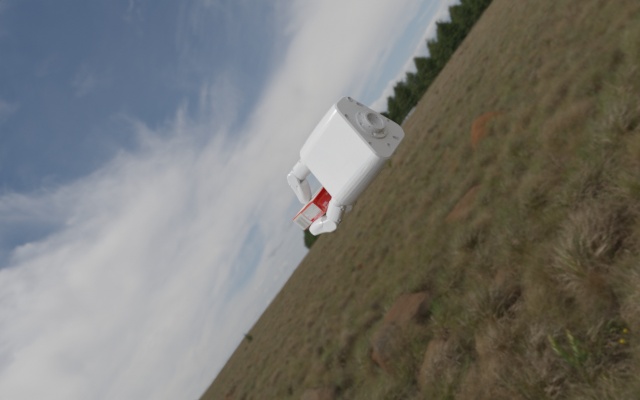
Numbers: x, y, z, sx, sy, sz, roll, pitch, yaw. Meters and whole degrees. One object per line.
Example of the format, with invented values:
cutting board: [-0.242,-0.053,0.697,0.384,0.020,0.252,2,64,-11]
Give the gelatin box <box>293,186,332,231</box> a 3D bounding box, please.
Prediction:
gelatin box: [0.000,0.002,0.774,0.073,0.030,0.089,-51,4,-34]
